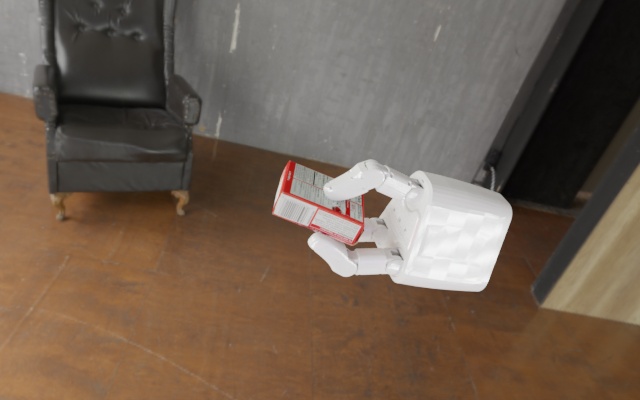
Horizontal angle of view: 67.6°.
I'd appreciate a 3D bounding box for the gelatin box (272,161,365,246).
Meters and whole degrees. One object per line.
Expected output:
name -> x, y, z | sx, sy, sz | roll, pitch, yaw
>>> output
gelatin box -> 0.000, 0.001, 0.483 | 0.089, 0.030, 0.073 | 22, 28, -10
